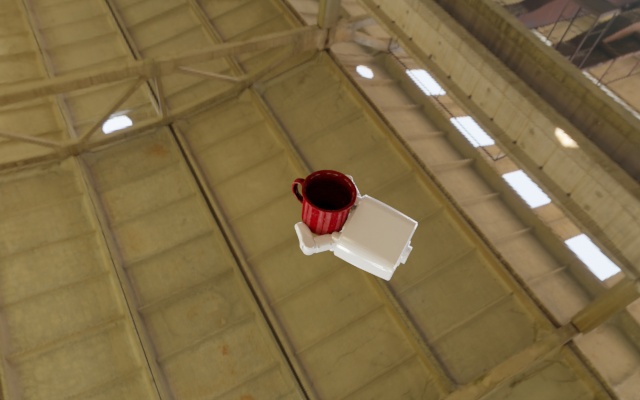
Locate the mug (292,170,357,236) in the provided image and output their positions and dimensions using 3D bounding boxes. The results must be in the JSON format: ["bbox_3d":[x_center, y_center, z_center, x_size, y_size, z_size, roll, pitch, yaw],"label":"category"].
[{"bbox_3d":[-0.001,0.002,0.824,0.117,0.093,0.082,28,-37,14],"label":"mug"}]
